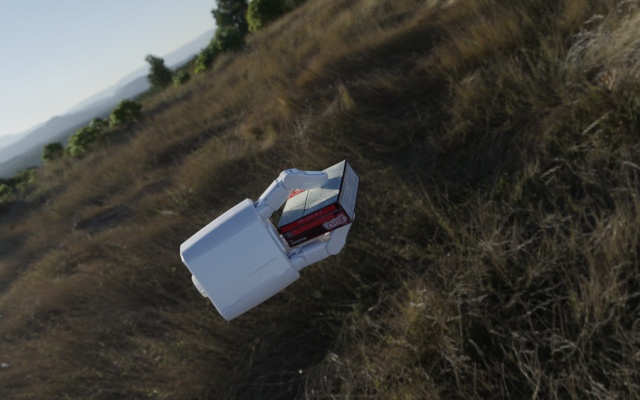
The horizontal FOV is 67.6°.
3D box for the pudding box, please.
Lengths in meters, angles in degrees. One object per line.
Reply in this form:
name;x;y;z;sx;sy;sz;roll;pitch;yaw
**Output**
pudding box;0.000;0.002;0.610;0.090;0.039;0.113;-23;27;23
